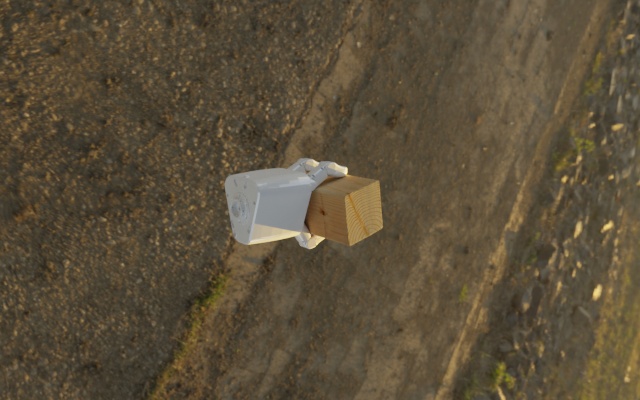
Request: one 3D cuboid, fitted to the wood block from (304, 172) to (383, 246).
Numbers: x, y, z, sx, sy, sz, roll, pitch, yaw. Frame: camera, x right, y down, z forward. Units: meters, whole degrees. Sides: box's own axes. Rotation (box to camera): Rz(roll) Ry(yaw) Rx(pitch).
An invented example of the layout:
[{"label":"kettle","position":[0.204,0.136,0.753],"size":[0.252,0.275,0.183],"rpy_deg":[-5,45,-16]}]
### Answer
[{"label":"wood block","position":[0.000,0.003,0.853],"size":[0.090,0.091,0.206],"rpy_deg":[-24,26,-39]}]
